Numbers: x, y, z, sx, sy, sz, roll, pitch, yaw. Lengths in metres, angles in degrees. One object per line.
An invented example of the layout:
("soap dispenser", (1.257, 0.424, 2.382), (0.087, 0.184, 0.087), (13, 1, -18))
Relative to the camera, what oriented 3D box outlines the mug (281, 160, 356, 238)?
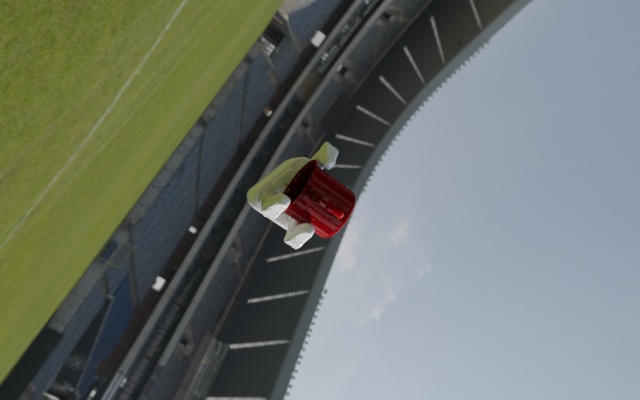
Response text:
("mug", (0.001, 0.002, 0.683), (0.081, 0.093, 0.117), (35, -6, -17))
